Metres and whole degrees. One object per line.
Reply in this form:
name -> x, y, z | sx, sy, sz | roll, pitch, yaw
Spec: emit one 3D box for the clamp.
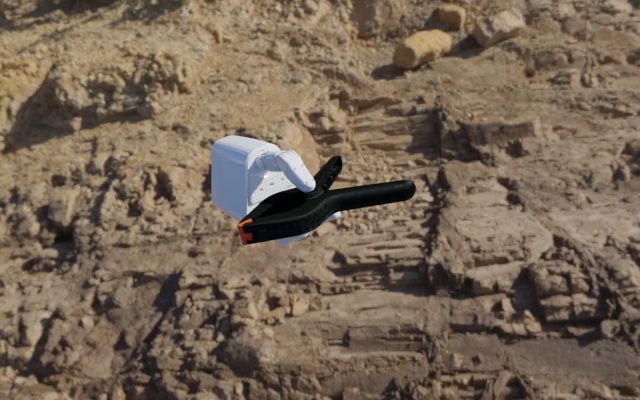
clamp -> -0.001, 0.001, 0.584 | 0.210, 0.036, 0.164 | -29, 29, -32
